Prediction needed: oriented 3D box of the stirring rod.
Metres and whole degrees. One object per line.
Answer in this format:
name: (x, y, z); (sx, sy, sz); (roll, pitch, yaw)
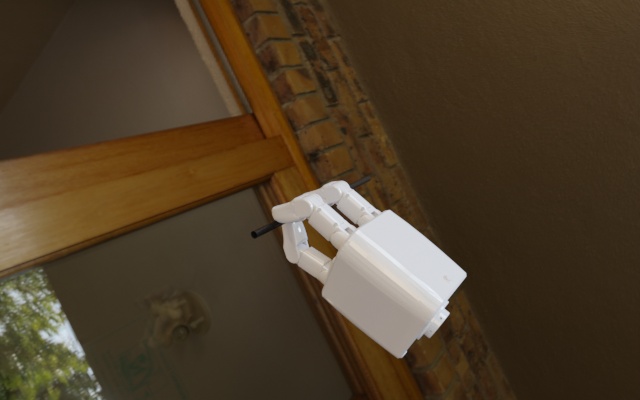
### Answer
stirring rod: (0.000, 0.002, 0.573); (0.011, 0.011, 0.239); (0, 16, 35)
